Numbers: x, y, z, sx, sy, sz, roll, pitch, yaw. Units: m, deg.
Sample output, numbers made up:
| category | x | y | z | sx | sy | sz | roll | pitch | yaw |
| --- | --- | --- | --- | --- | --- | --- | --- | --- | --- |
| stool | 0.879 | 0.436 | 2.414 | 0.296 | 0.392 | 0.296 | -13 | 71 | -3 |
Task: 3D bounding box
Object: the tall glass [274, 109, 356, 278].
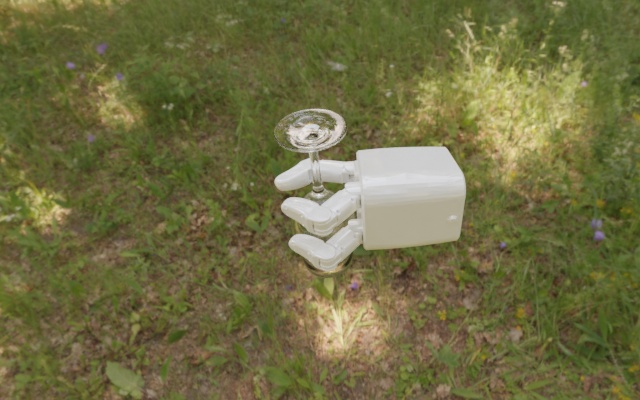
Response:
| category | x | y | z | sx | sy | sz | roll | pitch | yaw |
| --- | --- | --- | --- | --- | --- | --- | --- | --- | --- |
| tall glass | 0.000 | 0.001 | 0.542 | 0.079 | 0.201 | 0.079 | -4 | 42 | 4 |
